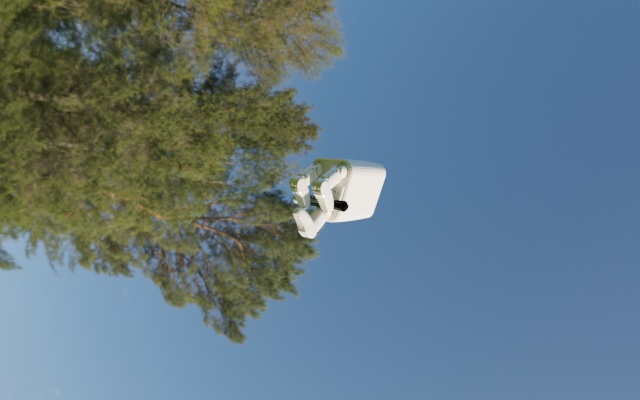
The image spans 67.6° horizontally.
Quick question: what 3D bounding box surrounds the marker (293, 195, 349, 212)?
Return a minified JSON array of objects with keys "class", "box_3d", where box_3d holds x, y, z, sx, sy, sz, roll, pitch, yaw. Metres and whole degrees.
[{"class":"marker","box_3d":[0.000,0.003,0.823,0.121,0.020,0.020,10,7,43]}]
